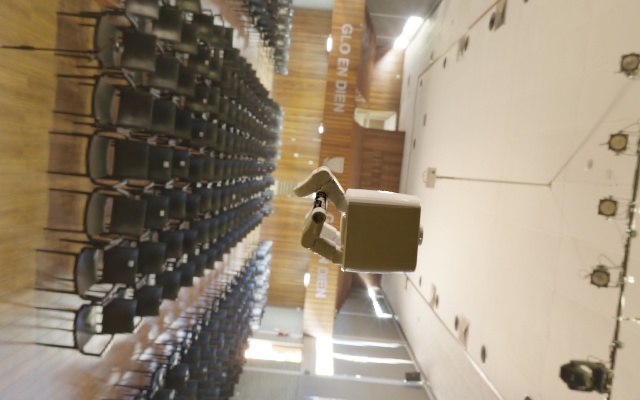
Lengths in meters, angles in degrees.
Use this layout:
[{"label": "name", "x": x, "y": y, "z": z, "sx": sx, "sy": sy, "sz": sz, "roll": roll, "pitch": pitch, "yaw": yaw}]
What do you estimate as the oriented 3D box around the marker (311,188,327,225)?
[{"label": "marker", "x": 0.000, "y": 0.002, "z": 0.661, "sx": 0.020, "sy": 0.020, "sz": 0.121, "roll": 0, "pitch": 19, "yaw": 2}]
